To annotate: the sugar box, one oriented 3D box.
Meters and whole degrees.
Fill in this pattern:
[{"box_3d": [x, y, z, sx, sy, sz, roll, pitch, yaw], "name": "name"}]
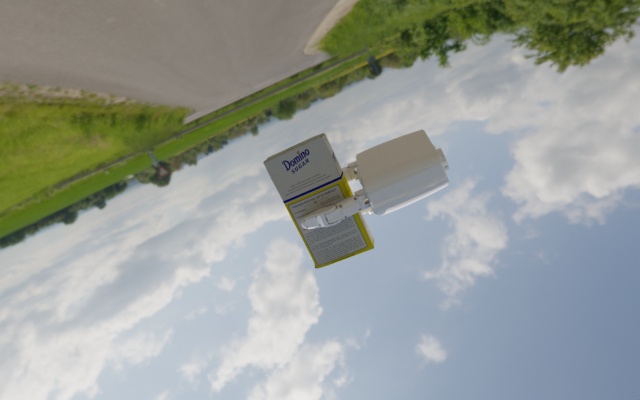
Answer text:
[{"box_3d": [0.000, 0.002, 0.679, 0.093, 0.176, 0.048, -22, 11, 12], "name": "sugar box"}]
